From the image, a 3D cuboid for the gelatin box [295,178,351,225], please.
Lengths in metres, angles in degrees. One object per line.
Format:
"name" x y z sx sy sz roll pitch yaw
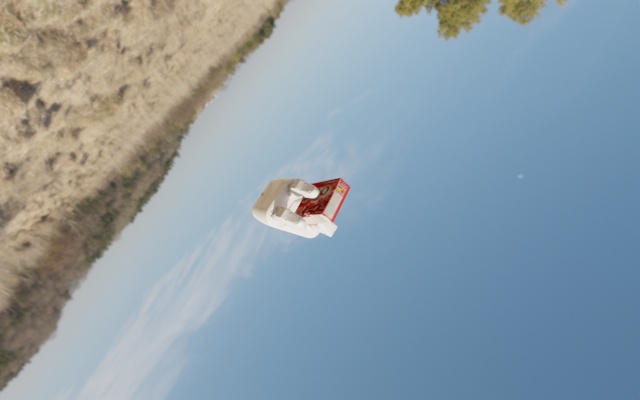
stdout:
"gelatin box" 0.001 0.003 0.798 0.030 0.073 0.089 40 -26 -27
